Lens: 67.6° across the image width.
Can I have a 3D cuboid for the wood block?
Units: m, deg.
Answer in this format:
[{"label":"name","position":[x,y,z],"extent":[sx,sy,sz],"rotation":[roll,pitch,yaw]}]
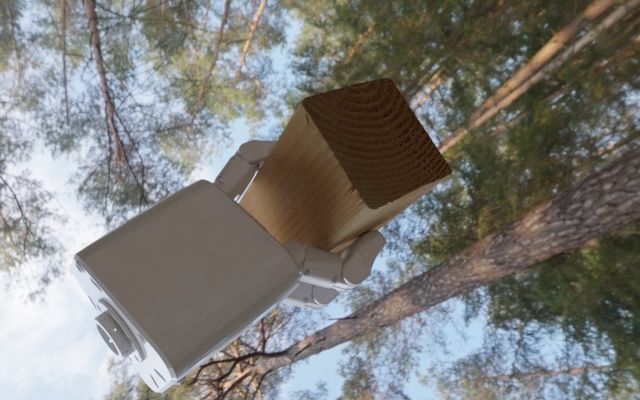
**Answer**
[{"label":"wood block","position":[0.000,0.001,0.411],"extent":[0.090,0.091,0.206],"rotation":[-23,-14,-35]}]
